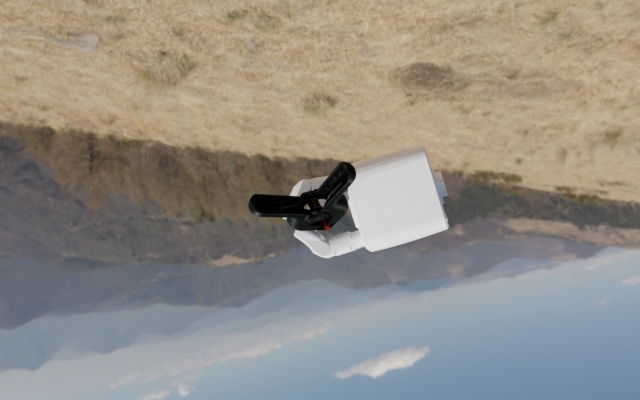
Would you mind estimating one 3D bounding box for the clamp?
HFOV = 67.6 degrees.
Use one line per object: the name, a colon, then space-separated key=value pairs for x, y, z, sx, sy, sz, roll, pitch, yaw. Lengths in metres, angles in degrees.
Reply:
clamp: x=0.000 y=0.003 z=0.571 sx=0.120 sy=0.039 sz=0.171 roll=-17 pitch=-15 yaw=14
